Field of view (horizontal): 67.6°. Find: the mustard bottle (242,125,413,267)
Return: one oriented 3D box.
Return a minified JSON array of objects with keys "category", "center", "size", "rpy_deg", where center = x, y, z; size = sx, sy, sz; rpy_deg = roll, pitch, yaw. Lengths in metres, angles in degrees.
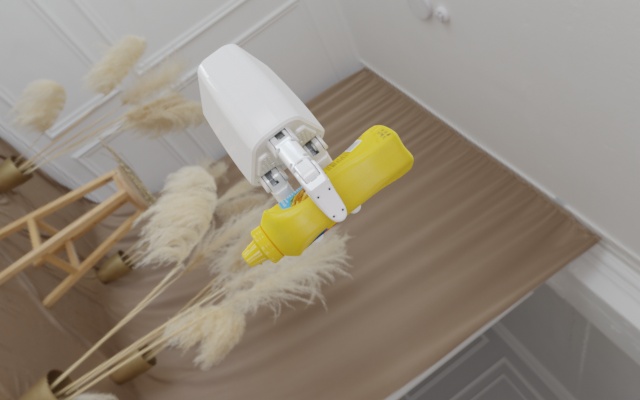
[{"category":"mustard bottle","center":[0.000,0.002,0.488],"size":[0.191,0.058,0.096],"rpy_deg":[-38,10,-3]}]
